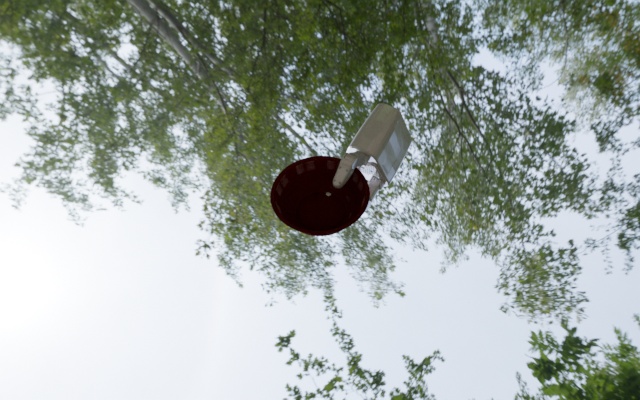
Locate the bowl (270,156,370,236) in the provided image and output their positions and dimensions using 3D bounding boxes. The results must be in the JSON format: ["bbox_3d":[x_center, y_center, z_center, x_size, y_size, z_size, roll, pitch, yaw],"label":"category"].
[{"bbox_3d":[-0.001,0.004,0.793,0.162,0.162,0.055,0,-37,3],"label":"bowl"}]
